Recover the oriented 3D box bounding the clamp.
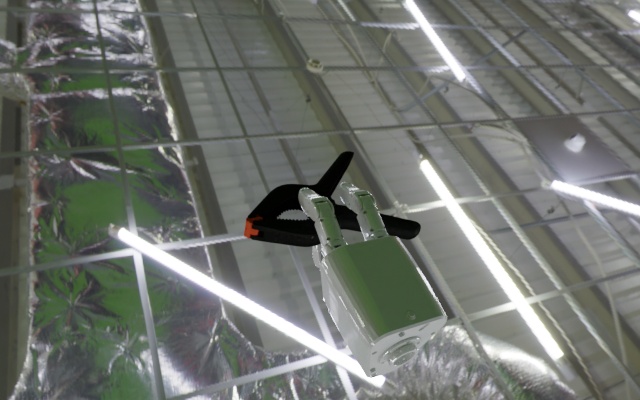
[{"bbox_3d":[0.000,0.003,0.596,0.210,0.036,0.164,-9,46,-25],"label":"clamp"}]
